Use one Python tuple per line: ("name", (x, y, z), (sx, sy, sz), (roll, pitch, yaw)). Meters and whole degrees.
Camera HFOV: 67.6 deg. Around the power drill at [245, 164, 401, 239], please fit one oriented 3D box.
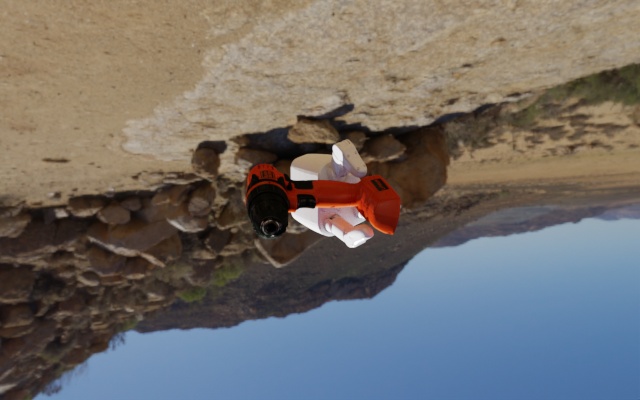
("power drill", (0.000, 0.002, 0.599), (0.187, 0.057, 0.184), (6, 21, -12))
